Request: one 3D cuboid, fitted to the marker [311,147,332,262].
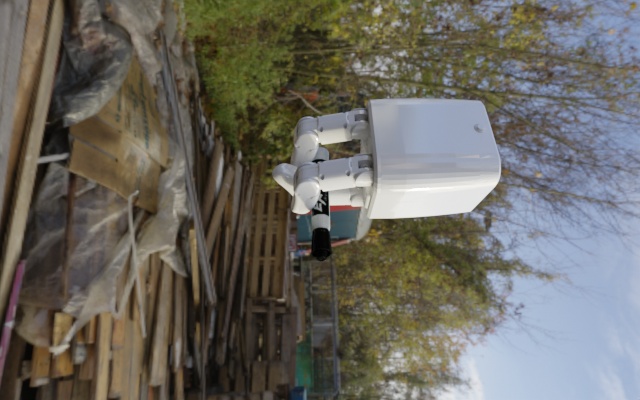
[{"bbox_3d":[0.000,0.001,0.452,0.020,0.121,0.020,-1,-34,-1],"label":"marker"}]
